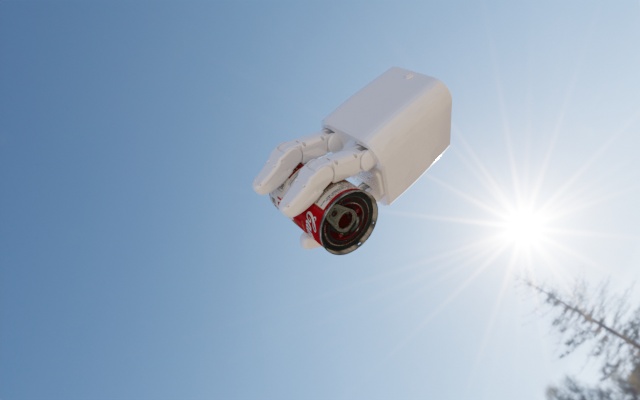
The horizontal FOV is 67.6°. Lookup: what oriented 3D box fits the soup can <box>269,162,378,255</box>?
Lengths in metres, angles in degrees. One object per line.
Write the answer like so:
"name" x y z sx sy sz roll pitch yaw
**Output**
"soup can" 0.000 0.002 0.485 0.068 0.068 0.102 0 24 -38
